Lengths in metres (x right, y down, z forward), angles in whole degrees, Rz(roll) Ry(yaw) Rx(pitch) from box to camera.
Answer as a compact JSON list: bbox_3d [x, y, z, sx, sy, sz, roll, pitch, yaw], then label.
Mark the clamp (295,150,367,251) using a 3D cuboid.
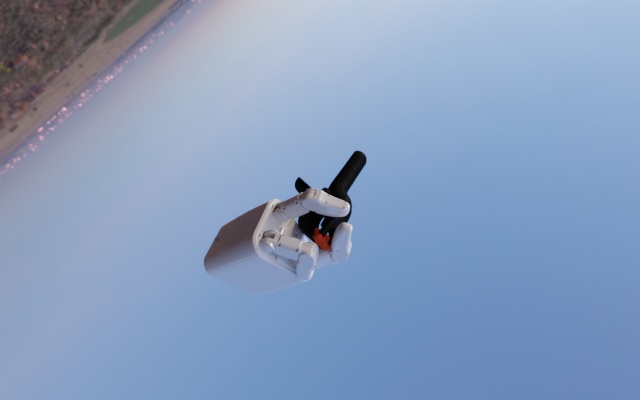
[{"bbox_3d":[0.001,0.003,0.670,0.120,0.039,0.171,-23,31,34],"label":"clamp"}]
